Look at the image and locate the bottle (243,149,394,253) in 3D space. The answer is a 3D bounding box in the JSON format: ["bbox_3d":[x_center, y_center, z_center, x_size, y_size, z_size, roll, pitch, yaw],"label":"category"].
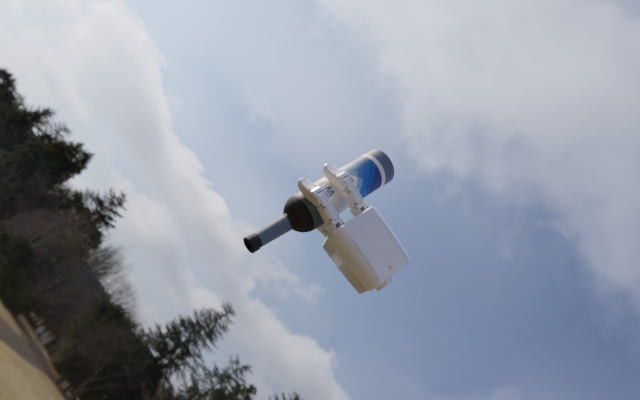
[{"bbox_3d":[0.000,0.002,0.794,0.295,0.069,0.069,-31,17,-30],"label":"bottle"}]
